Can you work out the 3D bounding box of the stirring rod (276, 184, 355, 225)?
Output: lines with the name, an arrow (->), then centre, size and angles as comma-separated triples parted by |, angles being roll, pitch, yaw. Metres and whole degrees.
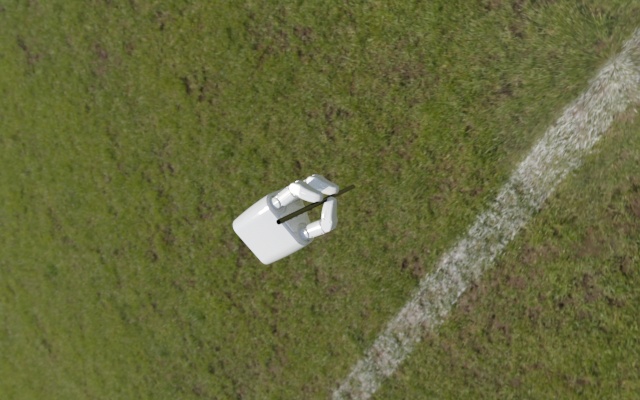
stirring rod -> 0.000, 0.003, 0.790 | 0.011, 0.011, 0.239 | 0, 14, 31
